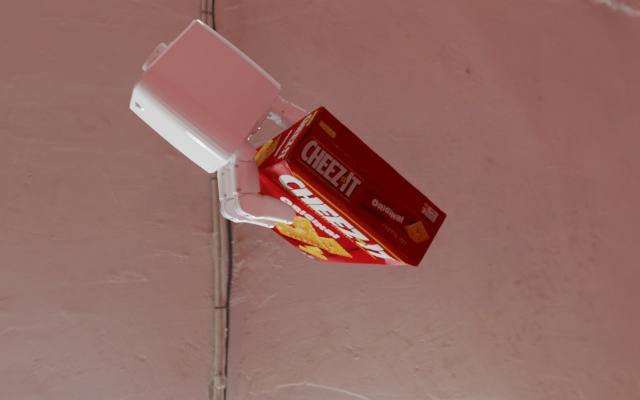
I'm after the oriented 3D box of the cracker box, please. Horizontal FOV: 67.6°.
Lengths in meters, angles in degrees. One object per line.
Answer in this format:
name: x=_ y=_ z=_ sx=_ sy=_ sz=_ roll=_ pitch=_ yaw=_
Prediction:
cracker box: x=0.000 y=0.002 z=0.519 sx=0.164 sy=0.072 sz=0.214 roll=38 pitch=-19 yaw=-17
